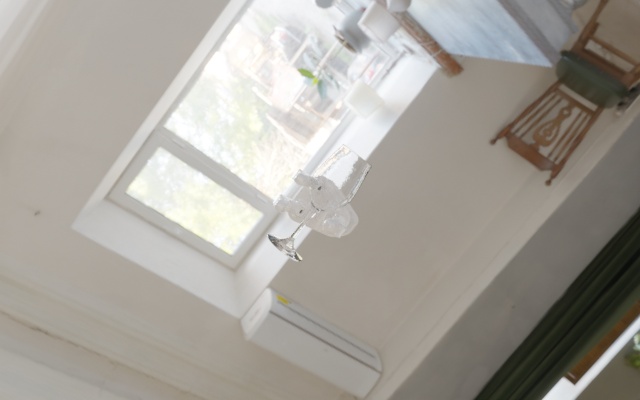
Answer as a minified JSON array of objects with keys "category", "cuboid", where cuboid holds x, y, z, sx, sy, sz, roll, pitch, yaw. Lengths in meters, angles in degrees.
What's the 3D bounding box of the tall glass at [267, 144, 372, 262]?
[{"category":"tall glass","cuboid":[0.000,0.003,0.800,0.079,0.201,0.079,38,6,-5]}]
